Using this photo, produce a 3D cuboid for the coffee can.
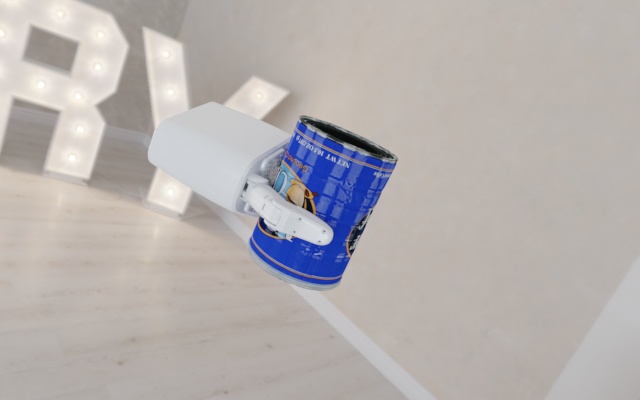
[{"bbox_3d":[0.000,0.002,0.469,0.103,0.140,0.102,22,15,-6],"label":"coffee can"}]
